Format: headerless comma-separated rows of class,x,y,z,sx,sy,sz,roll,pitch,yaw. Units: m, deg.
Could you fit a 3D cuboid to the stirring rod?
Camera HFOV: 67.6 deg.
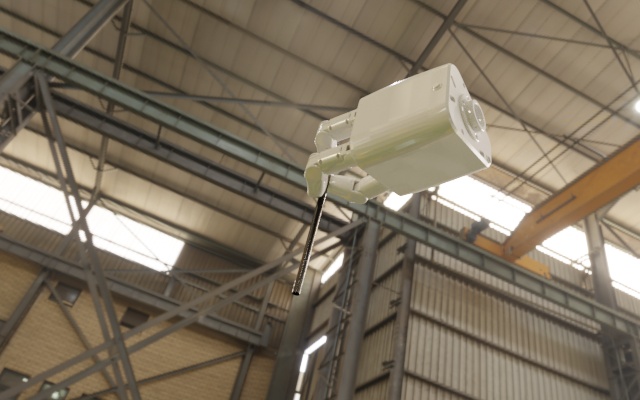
stirring rod,0.000,0.002,0.548,0.011,0.239,0.011,9,-39,7
